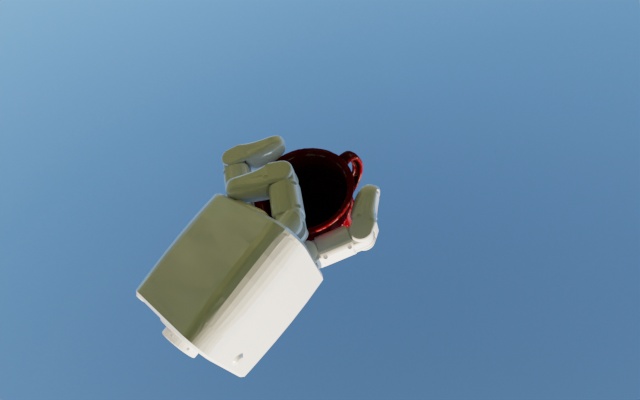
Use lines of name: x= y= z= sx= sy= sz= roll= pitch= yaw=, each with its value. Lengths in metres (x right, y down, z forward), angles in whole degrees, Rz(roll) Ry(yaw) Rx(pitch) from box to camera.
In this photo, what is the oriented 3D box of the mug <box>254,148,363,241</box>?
mug: x=0.001 y=0.001 z=0.466 sx=0.093 sy=0.117 sz=0.081 roll=31 pitch=-19 yaw=28
